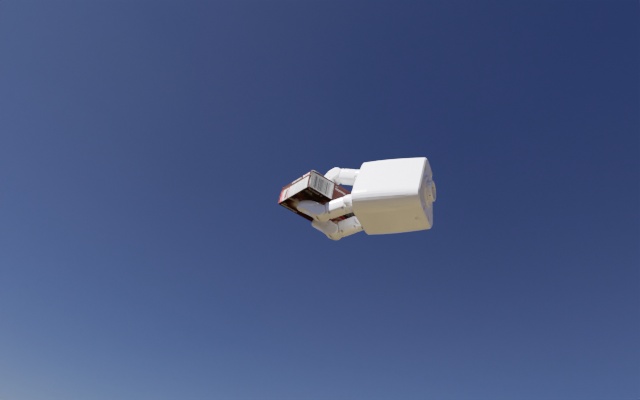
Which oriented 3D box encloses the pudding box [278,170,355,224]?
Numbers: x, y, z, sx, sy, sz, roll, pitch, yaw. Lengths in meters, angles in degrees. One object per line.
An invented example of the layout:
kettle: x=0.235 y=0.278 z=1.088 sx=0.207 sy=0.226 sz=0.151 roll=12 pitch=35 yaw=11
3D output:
pudding box: x=0.000 y=0.002 z=0.806 sx=0.113 sy=0.039 sz=0.090 roll=32 pitch=-37 yaw=-26
